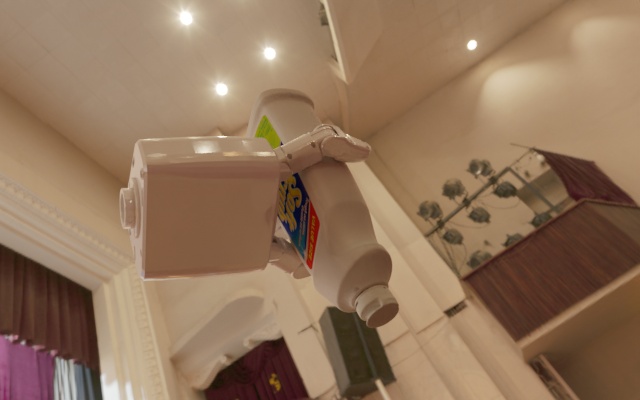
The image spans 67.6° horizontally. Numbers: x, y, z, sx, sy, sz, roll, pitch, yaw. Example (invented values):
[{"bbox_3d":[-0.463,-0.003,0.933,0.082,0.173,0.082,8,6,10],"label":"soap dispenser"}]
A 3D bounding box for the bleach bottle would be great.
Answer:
[{"bbox_3d":[0.000,0.001,0.439,0.068,0.103,0.250,-2,40,-30],"label":"bleach bottle"}]
